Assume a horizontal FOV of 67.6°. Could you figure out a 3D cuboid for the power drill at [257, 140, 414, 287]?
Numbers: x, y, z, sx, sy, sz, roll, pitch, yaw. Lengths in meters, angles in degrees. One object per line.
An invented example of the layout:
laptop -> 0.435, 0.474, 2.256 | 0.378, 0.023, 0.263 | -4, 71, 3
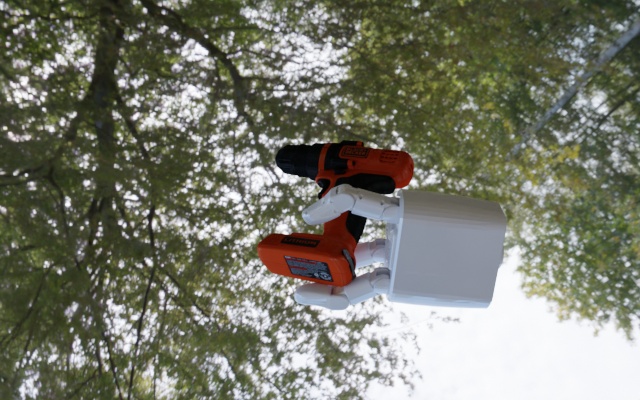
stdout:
power drill -> 0.000, 0.002, 0.560 | 0.184, 0.187, 0.057 | 6, -40, 26
